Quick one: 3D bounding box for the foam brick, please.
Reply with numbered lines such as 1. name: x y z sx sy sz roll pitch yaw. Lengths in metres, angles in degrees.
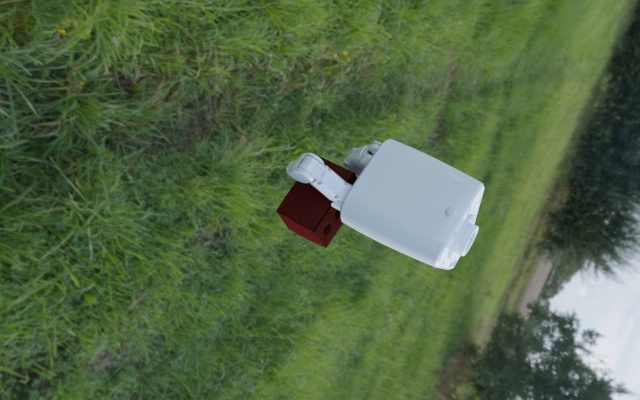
1. foam brick: 0.000 0.002 0.511 0.051 0.078 0.053 29 -14 24
